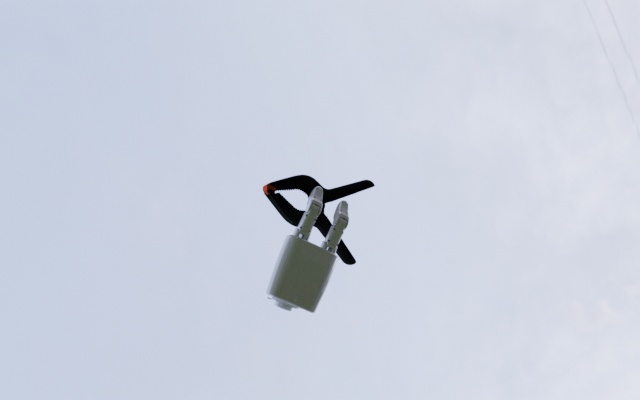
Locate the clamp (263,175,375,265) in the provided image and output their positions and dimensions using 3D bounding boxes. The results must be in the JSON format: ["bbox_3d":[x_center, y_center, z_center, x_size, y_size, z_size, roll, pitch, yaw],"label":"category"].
[{"bbox_3d":[-0.001,0.003,0.860,0.210,0.164,0.036,27,-18,-18],"label":"clamp"}]
